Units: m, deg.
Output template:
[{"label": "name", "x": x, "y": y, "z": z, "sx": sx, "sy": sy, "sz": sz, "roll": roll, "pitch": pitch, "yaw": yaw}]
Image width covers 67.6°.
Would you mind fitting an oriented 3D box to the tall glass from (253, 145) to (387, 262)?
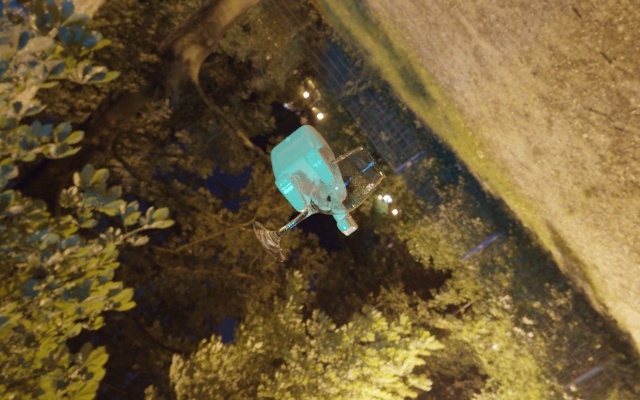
[{"label": "tall glass", "x": 0.000, "y": 0.003, "z": 0.711, "sx": 0.201, "sy": 0.079, "sz": 0.079, "roll": -37, "pitch": -6, "yaw": 8}]
